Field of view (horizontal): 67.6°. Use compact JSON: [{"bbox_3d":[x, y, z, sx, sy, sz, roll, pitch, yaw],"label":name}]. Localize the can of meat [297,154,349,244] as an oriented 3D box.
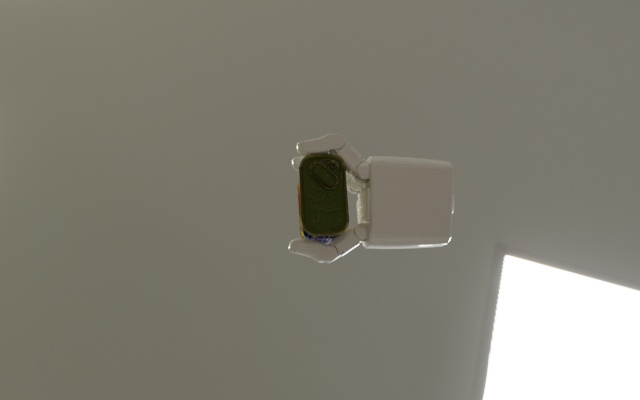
[{"bbox_3d":[0.000,0.002,0.611,0.057,0.102,0.084,-2,-14,-6],"label":"can of meat"}]
